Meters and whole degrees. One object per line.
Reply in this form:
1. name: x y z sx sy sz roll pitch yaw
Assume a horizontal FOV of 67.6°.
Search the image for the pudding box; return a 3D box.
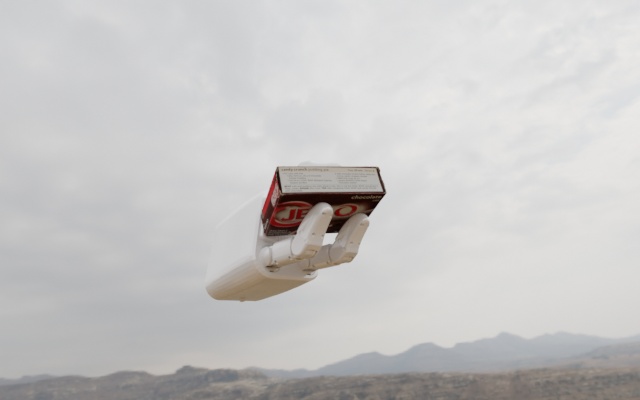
1. pudding box: 0.000 0.002 0.505 0.113 0.039 0.090 -3 -28 -19
